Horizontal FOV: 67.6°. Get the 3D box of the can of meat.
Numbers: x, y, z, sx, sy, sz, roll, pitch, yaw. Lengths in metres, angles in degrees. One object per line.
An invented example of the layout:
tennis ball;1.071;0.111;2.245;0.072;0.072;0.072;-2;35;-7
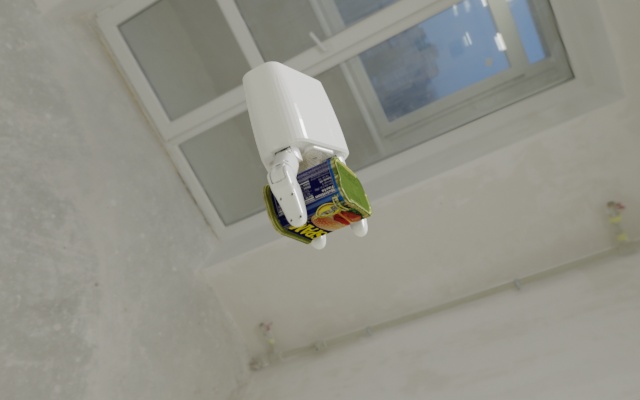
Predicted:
can of meat;0.000;0.002;0.519;0.084;0.057;0.102;-24;-22;16
